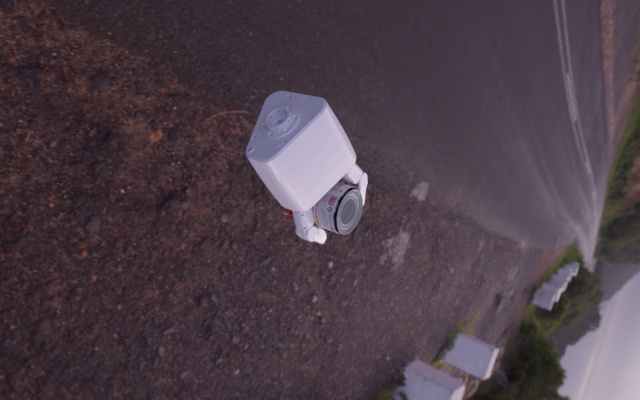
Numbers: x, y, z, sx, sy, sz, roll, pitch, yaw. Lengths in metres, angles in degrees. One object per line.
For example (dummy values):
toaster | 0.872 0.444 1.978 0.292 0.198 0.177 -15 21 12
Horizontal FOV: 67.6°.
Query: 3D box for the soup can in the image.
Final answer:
soup can | 0.000 0.003 0.673 0.102 0.068 0.068 18 10 33
